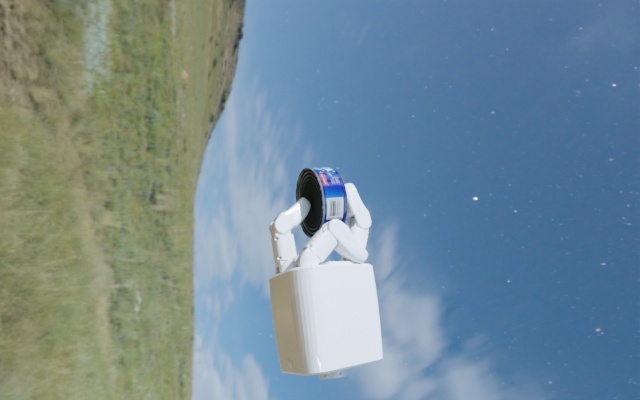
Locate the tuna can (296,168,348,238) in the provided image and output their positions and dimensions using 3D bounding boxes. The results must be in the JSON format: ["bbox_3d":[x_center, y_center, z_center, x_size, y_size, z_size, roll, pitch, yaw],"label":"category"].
[{"bbox_3d":[0.001,0.002,0.587,0.034,0.086,0.086,-4,2,-24],"label":"tuna can"}]
